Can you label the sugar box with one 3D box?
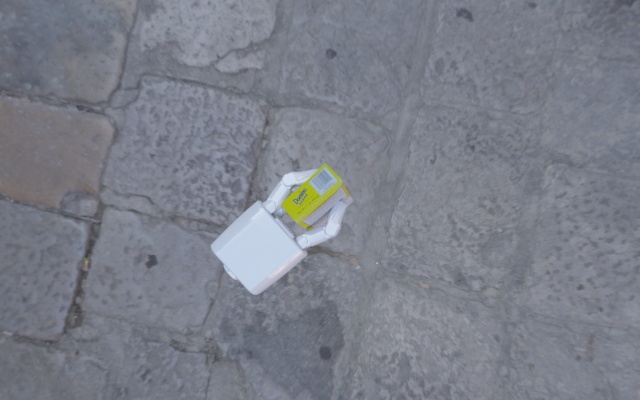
[{"bbox_3d":[0.000,0.002,0.774,0.093,0.048,0.176,-41,-10,0],"label":"sugar box"}]
